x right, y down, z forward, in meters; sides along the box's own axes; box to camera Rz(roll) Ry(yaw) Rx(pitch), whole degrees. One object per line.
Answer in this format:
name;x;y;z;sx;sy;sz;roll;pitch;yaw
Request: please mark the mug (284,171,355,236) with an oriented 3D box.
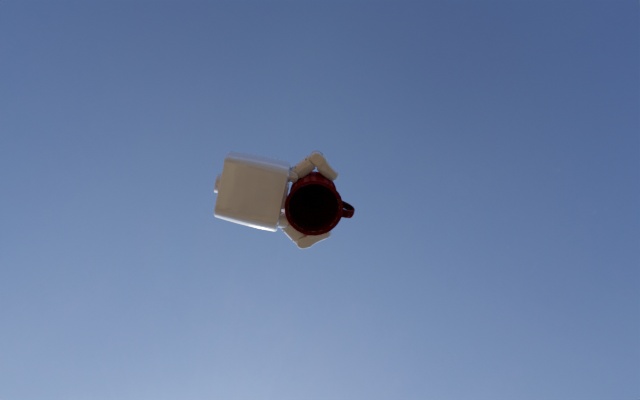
mug;0.002;0.003;0.791;0.117;0.093;0.081;13;18;-6
